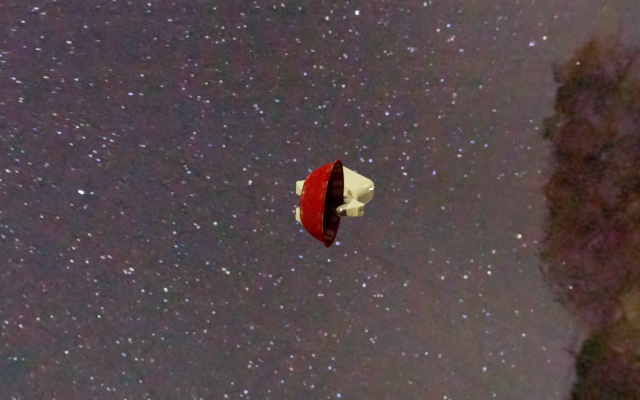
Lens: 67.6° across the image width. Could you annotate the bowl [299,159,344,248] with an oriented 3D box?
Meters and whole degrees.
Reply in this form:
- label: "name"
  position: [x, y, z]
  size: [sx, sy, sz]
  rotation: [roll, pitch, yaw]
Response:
- label: "bowl"
  position: [-0.001, 0.003, 0.871]
  size: [0.055, 0.162, 0.162]
  rotation: [7, 2, 13]
